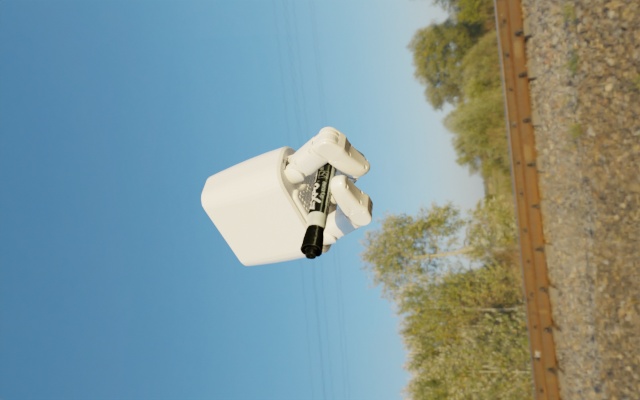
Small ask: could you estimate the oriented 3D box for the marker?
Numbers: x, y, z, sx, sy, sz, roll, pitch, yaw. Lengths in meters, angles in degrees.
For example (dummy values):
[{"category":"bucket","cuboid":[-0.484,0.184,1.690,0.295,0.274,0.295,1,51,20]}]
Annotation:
[{"category":"marker","cuboid":[0.000,0.001,0.434,0.020,0.121,0.020,6,-40,5]}]
